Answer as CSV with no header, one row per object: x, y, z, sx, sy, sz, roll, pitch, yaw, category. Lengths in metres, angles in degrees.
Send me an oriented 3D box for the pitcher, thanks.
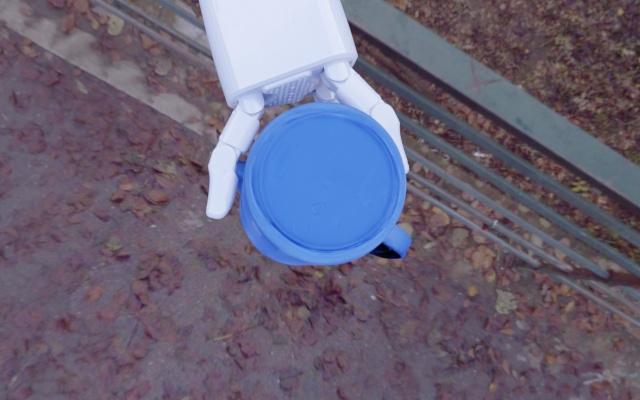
0.000,0.001,0.422,0.149,0.145,0.243,-15,-2,-8,pitcher
